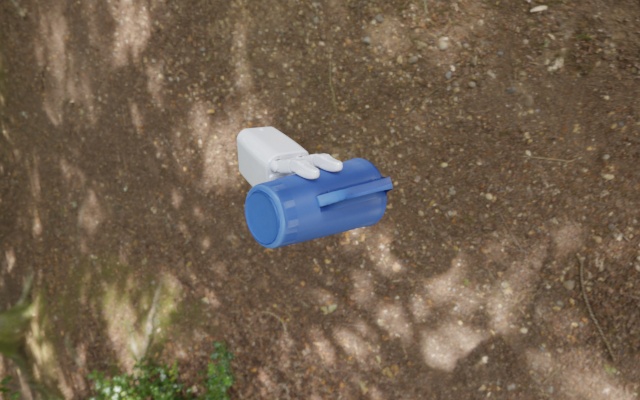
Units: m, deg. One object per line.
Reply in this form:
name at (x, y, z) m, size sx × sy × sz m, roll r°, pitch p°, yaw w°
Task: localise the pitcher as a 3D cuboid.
pitcher at (0.000, 0.003, 0.834) m, size 0.243 × 0.149 × 0.145 m, roll -14°, pitch 44°, yaw -41°
